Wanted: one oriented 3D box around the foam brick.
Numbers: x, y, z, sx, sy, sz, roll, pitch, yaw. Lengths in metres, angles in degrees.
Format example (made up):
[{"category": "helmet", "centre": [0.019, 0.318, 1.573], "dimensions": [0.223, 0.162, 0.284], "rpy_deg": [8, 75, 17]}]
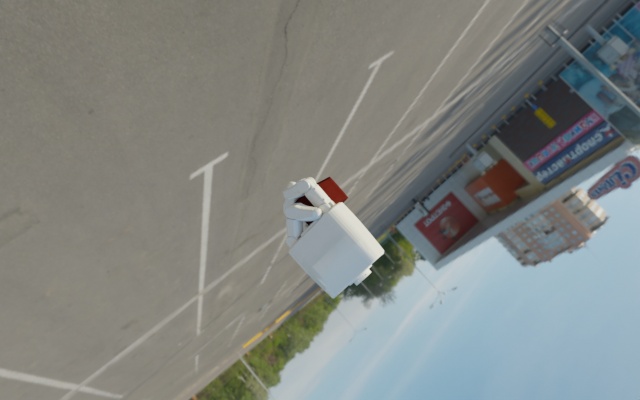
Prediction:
[{"category": "foam brick", "centre": [0.000, 0.002, 0.815], "dimensions": [0.053, 0.051, 0.078], "rpy_deg": [-49, -11, 33]}]
